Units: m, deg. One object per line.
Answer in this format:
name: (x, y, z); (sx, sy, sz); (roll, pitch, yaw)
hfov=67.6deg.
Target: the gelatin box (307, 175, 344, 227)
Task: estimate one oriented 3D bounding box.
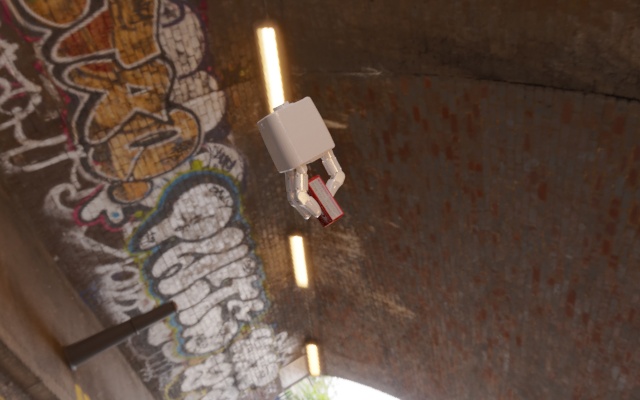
gelatin box: (0.001, 0.003, 0.899); (0.030, 0.089, 0.073); (-33, -2, -18)
